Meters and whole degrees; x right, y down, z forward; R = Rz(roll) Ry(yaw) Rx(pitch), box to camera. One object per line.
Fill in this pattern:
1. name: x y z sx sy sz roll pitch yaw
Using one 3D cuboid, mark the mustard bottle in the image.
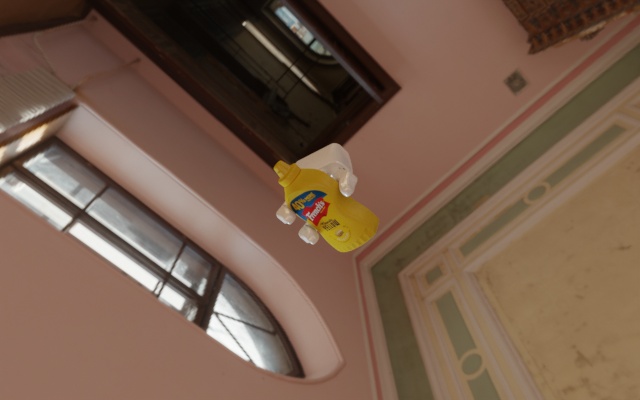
1. mustard bottle: 0.000 0.003 0.785 0.192 0.058 0.096 42 -45 -17
